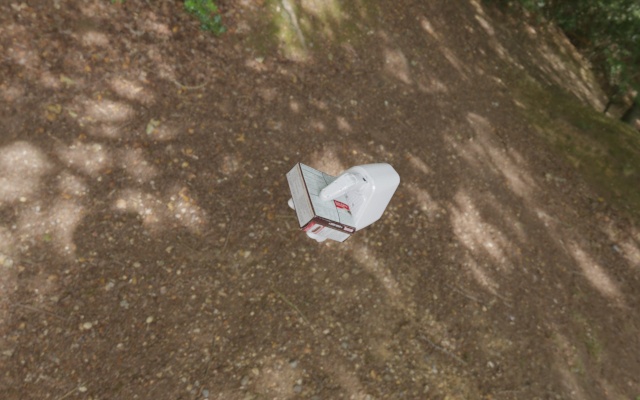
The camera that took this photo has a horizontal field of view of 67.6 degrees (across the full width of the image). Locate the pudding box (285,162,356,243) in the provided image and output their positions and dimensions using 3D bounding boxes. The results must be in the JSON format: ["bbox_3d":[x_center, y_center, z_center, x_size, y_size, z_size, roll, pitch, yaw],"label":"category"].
[{"bbox_3d":[0.000,0.002,0.736,0.090,0.113,0.039,19,-52,-38],"label":"pudding box"}]
